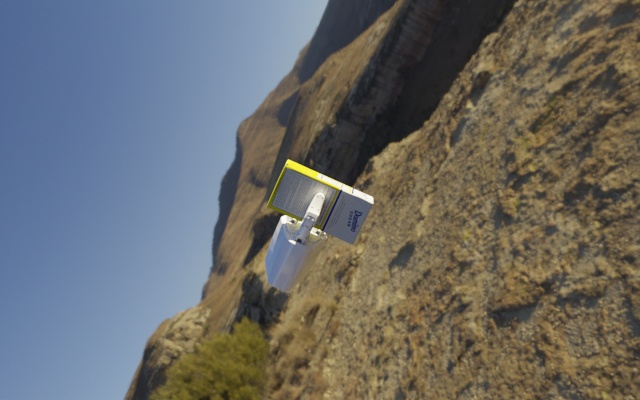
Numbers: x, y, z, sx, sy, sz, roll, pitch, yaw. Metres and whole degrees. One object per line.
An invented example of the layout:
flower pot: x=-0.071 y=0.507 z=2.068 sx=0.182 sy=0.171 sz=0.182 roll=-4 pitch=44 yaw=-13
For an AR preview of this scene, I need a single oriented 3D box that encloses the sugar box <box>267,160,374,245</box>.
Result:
sugar box: x=0.000 y=0.003 z=0.889 sx=0.176 sy=0.093 sz=0.048 roll=24 pitch=18 yaw=-4
